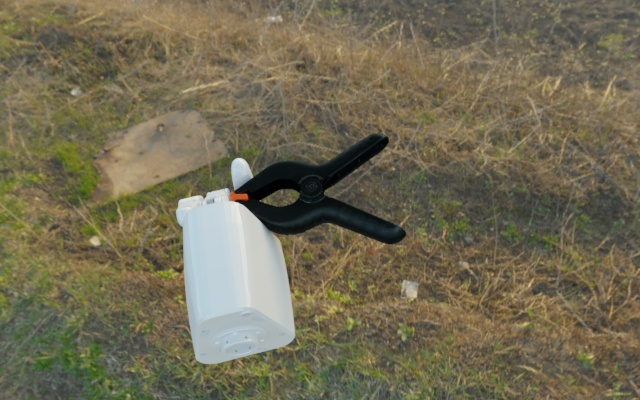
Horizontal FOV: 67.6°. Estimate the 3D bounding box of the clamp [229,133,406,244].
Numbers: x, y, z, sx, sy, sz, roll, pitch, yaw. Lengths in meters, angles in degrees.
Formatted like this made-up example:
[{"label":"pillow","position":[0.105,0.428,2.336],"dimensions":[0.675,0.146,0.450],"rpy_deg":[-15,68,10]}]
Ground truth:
[{"label":"clamp","position":[0.000,0.001,0.470],"dimensions":[0.171,0.120,0.039],"rpy_deg":[-15,-33,0]}]
